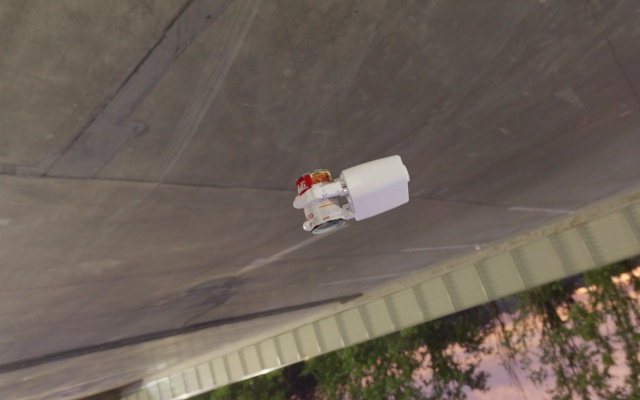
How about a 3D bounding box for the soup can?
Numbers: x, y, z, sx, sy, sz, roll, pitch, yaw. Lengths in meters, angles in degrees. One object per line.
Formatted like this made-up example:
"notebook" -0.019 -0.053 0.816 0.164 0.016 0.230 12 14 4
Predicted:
"soup can" 0.000 0.003 0.880 0.068 0.102 0.068 -17 -16 -5
